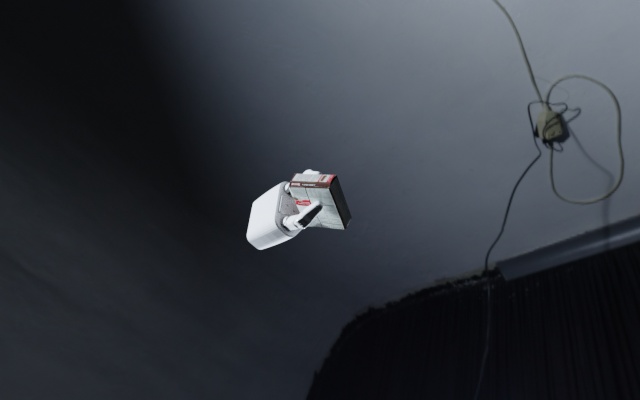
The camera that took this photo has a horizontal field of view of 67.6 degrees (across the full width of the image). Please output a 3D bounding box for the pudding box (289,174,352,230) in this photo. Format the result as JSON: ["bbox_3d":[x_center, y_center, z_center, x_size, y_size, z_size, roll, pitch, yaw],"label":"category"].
[{"bbox_3d":[0.000,0.003,0.896,0.090,0.114,0.039,3,46,27],"label":"pudding box"}]
